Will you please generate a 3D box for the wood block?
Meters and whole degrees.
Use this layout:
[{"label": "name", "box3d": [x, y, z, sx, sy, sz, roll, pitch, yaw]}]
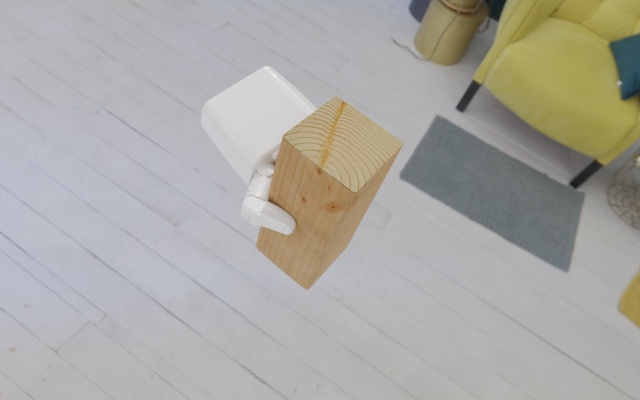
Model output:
[{"label": "wood block", "box3d": [0.000, 0.002, 0.536, 0.090, 0.090, 0.206, -43, -16, -35]}]
